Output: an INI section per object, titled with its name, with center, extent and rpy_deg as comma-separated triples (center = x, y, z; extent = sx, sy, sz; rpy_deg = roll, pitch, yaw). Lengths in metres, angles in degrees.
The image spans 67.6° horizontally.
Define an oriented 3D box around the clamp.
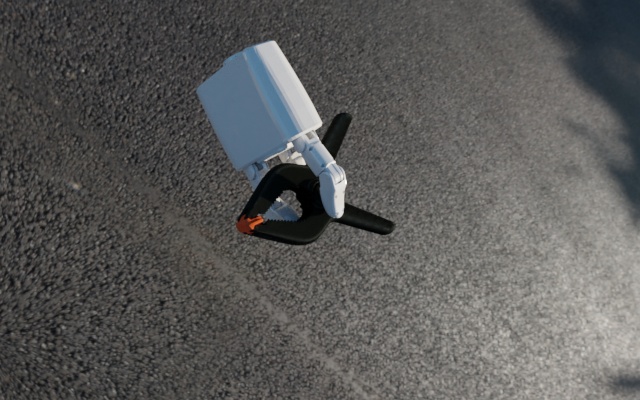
[clamp]
center = 0.000, 0.002, 0.555
extent = 0.210, 0.164, 0.036
rpy_deg = -33, 7, -37
